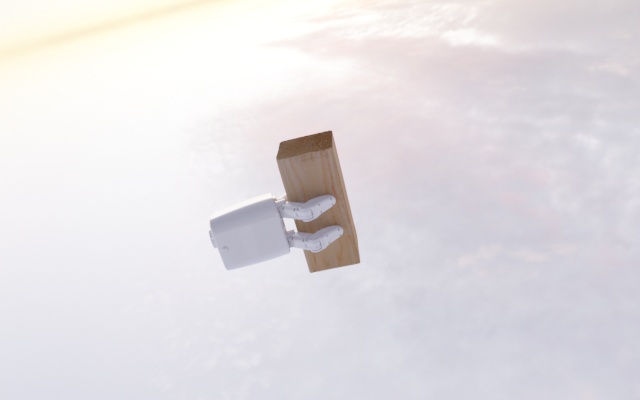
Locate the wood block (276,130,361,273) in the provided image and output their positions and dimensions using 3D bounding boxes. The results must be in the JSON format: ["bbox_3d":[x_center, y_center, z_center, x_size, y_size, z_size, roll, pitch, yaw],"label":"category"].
[{"bbox_3d":[0.000,0.003,0.783,0.090,0.206,0.090,-12,25,5],"label":"wood block"}]
